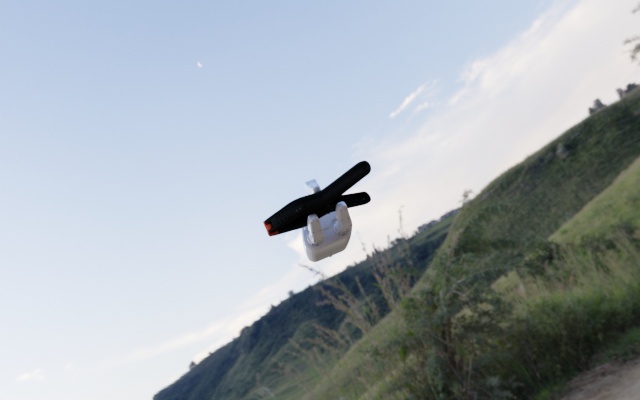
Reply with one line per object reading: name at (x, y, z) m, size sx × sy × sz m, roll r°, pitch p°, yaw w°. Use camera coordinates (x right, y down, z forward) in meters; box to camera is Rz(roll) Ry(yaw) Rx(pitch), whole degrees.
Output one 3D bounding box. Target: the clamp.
clamp at (-0.001, 0.002, 0.832) m, size 0.210 × 0.036 × 0.165 m, roll -22°, pitch -21°, yaw -9°
